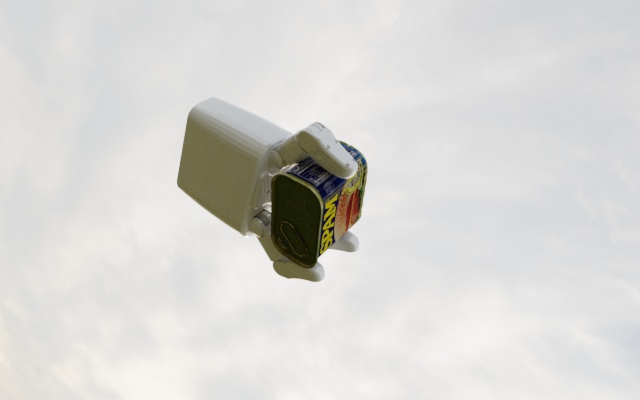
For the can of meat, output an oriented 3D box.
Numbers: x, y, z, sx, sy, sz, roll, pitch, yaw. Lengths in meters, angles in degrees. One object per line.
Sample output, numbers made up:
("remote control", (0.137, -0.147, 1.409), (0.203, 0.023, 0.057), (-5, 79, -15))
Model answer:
("can of meat", (0.000, 0.001, 0.467), (0.057, 0.102, 0.084), (28, 45, 25))
